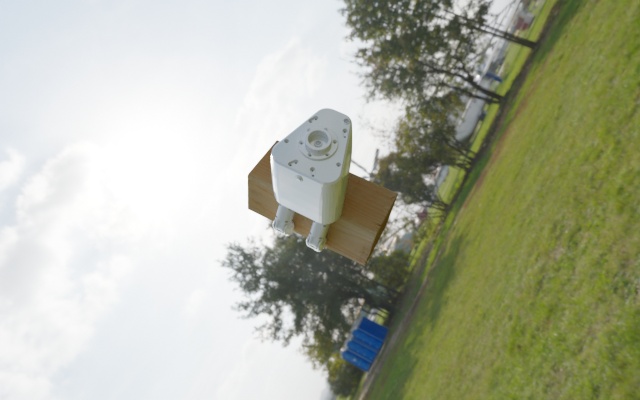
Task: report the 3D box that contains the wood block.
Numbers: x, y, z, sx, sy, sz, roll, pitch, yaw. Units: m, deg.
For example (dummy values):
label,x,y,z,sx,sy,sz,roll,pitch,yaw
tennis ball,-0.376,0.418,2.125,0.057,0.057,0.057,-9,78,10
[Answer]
label,x,y,z,sx,sy,sz,roll,pitch,yaw
wood block,0.000,0.002,0.732,0.206,0.090,0.090,25,-36,12
